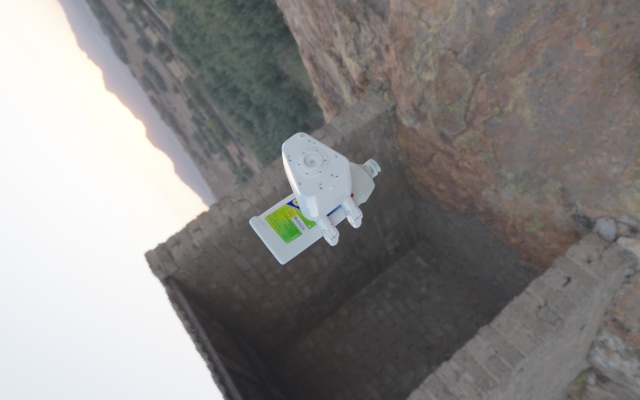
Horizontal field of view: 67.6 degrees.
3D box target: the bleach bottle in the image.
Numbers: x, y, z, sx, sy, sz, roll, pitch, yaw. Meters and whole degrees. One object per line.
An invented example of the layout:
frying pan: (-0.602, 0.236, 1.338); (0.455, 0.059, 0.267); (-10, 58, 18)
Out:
bleach bottle: (0.000, 0.003, 0.875); (0.251, 0.102, 0.068); (-38, -16, -10)
